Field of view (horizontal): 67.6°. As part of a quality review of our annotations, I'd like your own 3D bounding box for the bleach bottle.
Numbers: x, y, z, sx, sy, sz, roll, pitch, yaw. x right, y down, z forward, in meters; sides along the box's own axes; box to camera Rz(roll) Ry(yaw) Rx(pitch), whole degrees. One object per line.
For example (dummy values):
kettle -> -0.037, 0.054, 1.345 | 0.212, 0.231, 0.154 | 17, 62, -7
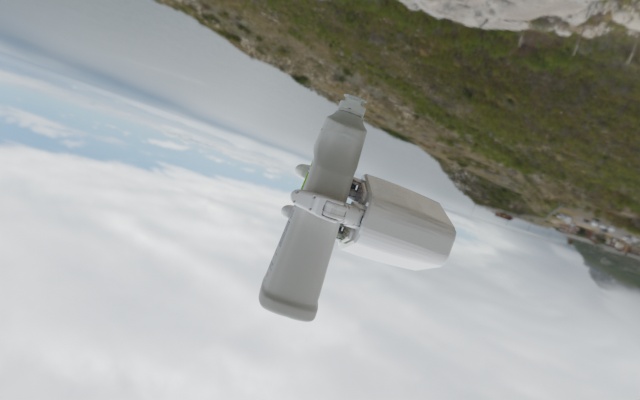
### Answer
bleach bottle -> 0.000, 0.002, 0.545 | 0.068, 0.251, 0.102 | 19, 4, -7
